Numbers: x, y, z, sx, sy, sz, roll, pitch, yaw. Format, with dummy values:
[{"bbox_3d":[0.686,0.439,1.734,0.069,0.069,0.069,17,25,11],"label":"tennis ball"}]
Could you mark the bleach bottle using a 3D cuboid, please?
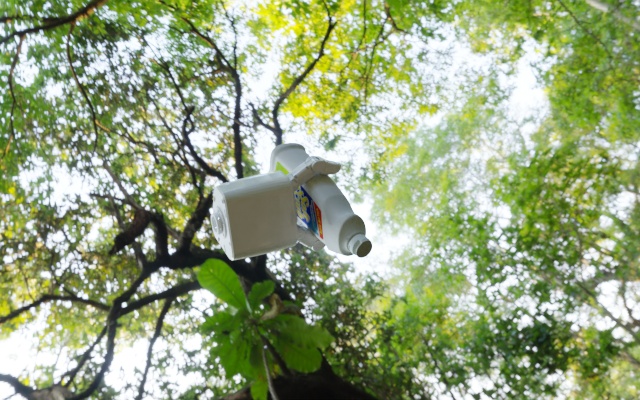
[{"bbox_3d":[0.000,0.003,0.752,0.068,0.103,0.250,-12,34,-28],"label":"bleach bottle"}]
